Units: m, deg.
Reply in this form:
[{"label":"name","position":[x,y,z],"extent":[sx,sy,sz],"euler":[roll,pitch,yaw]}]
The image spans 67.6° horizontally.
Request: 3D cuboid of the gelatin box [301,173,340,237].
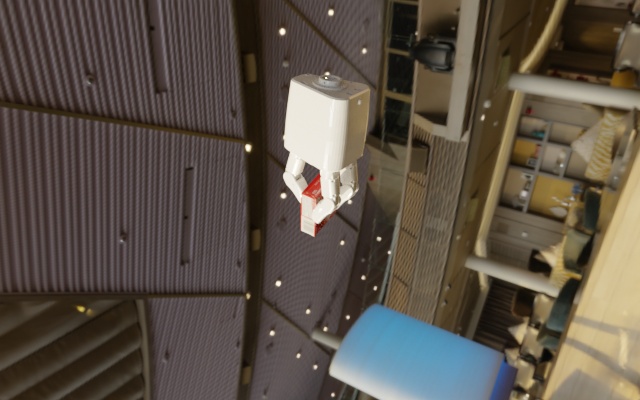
[{"label":"gelatin box","position":[0.000,0.003,0.767],"extent":[0.030,0.089,0.073],"euler":[25,48,21]}]
